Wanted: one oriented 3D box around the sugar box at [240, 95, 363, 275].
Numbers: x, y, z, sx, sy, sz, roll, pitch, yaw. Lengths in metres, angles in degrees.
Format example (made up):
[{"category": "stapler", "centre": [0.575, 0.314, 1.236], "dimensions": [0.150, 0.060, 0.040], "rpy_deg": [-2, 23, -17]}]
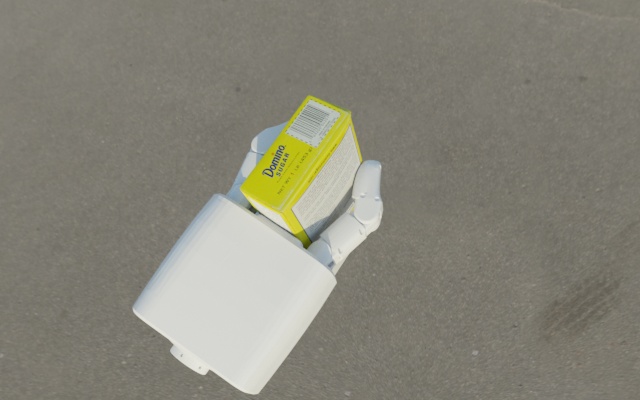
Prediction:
[{"category": "sugar box", "centre": [0.000, 0.001, 0.414], "dimensions": [0.048, 0.093, 0.176], "rpy_deg": [29, -17, 21]}]
